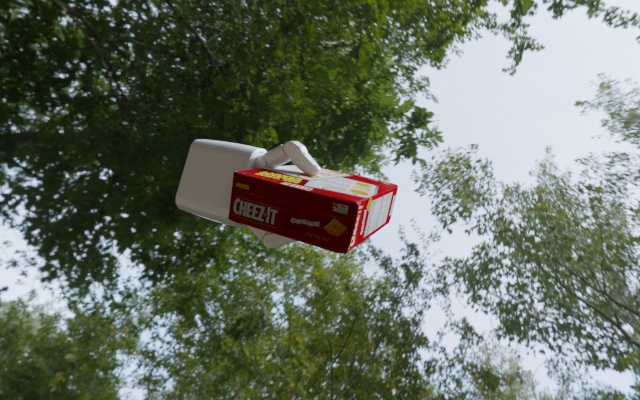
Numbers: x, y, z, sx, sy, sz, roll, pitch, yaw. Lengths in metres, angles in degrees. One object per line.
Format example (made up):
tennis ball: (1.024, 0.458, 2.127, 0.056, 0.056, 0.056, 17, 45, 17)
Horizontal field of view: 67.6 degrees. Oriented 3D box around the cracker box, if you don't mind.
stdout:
cracker box: (0.000, 0.002, 0.658, 0.164, 0.072, 0.213, 14, 12, 19)
